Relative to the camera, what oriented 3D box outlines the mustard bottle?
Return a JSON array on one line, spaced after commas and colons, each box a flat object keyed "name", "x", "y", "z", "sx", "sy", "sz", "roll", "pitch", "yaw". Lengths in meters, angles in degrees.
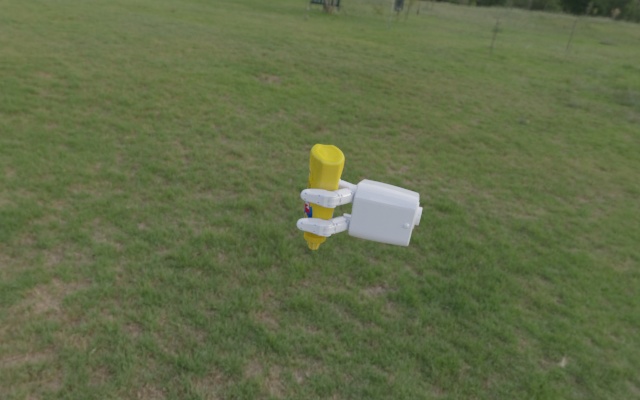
[{"name": "mustard bottle", "x": 0.000, "y": 0.003, "z": 0.854, "sx": 0.058, "sy": 0.192, "sz": 0.096, "roll": 3, "pitch": 26, "yaw": -11}]
